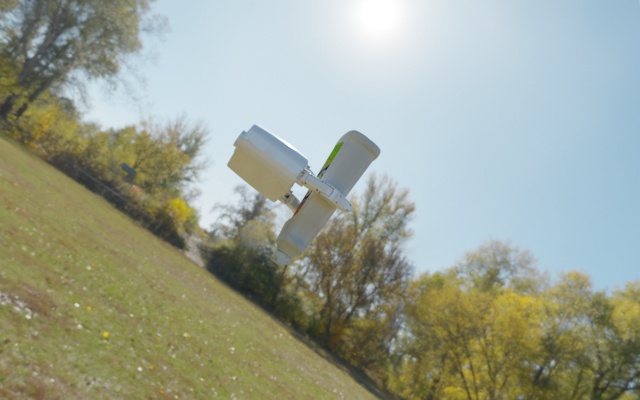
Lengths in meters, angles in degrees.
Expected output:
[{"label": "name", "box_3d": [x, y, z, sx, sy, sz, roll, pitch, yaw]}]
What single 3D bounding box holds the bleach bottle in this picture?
[{"label": "bleach bottle", "box_3d": [0.000, 0.003, 0.807, 0.068, 0.250, 0.102, 36, -13, -10]}]
